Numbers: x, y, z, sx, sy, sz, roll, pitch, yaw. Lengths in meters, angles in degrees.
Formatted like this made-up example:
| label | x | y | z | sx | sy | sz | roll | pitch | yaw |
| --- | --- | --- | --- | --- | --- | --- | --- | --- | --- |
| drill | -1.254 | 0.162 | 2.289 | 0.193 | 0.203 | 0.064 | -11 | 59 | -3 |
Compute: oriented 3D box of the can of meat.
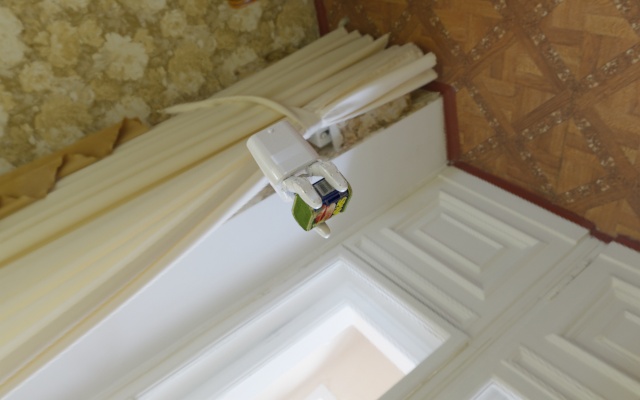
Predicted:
| label | x | y | z | sx | sy | sz | roll | pitch | yaw |
| --- | --- | --- | --- | --- | --- | --- | --- | --- | --- |
| can of meat | 0.000 | 0.003 | 0.837 | 0.084 | 0.057 | 0.102 | -30 | -17 | -22 |
